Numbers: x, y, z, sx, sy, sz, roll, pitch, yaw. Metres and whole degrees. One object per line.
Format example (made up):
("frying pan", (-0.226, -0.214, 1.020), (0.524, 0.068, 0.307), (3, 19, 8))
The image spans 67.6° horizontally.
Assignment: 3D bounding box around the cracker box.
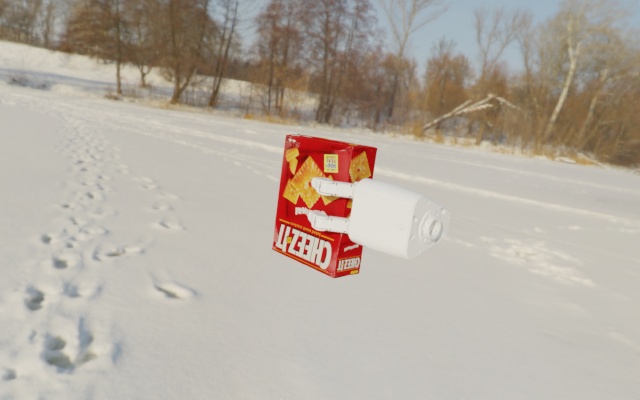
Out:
("cracker box", (0.000, 0.002, 0.809), (0.072, 0.214, 0.164), (-2, 14, -44))
